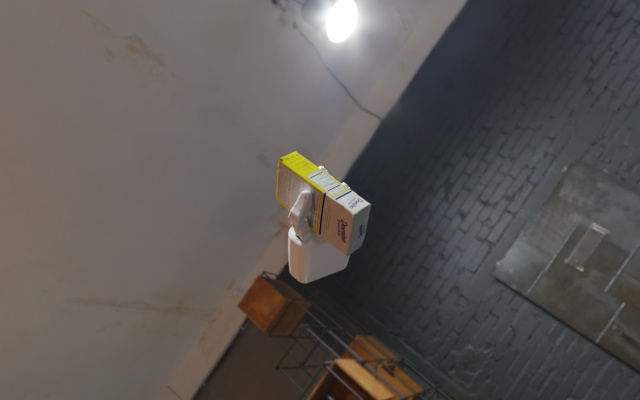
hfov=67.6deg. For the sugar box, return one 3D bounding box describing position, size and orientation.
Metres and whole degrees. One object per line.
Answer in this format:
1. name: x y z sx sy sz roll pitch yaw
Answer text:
1. sugar box: 0.000 0.002 0.781 0.176 0.093 0.048 36 48 29
